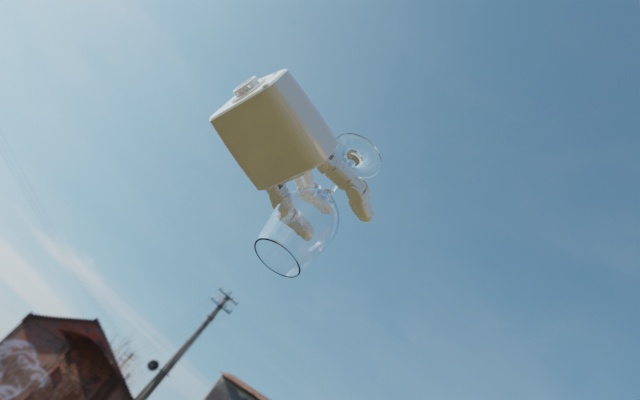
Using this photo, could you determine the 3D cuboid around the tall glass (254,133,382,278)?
[{"bbox_3d":[0.001,0.002,0.592,0.079,0.079,0.201,0,40,40],"label":"tall glass"}]
